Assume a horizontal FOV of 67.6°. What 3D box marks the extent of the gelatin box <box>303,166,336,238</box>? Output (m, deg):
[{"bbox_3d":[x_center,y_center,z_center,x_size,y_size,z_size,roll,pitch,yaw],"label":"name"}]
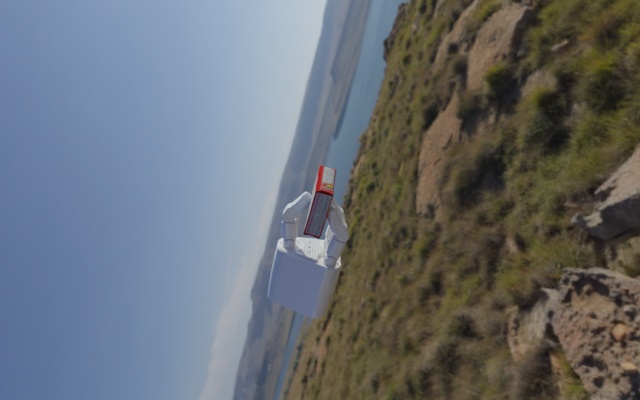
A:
[{"bbox_3d":[0.000,0.002,0.744,0.030,0.089,0.073,14,35,-3],"label":"gelatin box"}]
